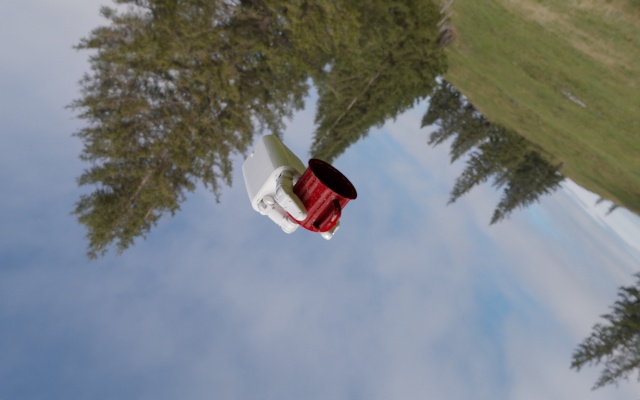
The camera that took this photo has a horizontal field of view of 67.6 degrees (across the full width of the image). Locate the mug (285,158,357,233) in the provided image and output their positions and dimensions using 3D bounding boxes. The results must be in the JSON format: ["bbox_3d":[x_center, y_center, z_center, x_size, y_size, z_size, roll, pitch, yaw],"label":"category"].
[{"bbox_3d":[0.000,0.003,0.733,0.093,0.081,0.117,22,28,-35],"label":"mug"}]
